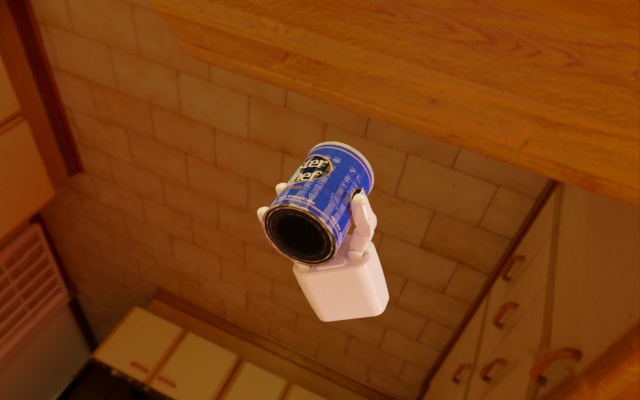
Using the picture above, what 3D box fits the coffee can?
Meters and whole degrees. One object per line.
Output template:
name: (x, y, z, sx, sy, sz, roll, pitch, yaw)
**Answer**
coffee can: (0.000, 0.002, 0.633, 0.103, 0.103, 0.140, 0, 38, 30)
